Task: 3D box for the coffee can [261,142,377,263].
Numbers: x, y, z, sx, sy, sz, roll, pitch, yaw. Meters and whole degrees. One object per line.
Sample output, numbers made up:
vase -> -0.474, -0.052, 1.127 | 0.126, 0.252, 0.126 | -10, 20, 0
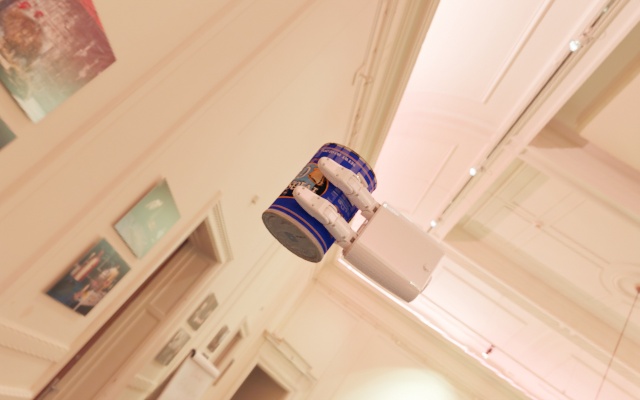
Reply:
coffee can -> 0.000, 0.002, 0.675 | 0.103, 0.140, 0.103 | 32, -25, 17
